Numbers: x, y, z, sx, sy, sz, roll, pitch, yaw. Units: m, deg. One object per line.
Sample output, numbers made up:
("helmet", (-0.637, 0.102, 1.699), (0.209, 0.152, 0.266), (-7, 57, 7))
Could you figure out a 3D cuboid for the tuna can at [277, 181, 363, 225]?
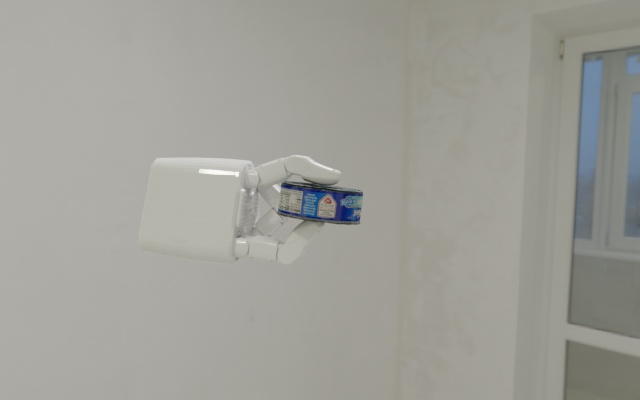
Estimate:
("tuna can", (0.000, 0.001, 0.488), (0.086, 0.034, 0.086), (7, 4, 0))
